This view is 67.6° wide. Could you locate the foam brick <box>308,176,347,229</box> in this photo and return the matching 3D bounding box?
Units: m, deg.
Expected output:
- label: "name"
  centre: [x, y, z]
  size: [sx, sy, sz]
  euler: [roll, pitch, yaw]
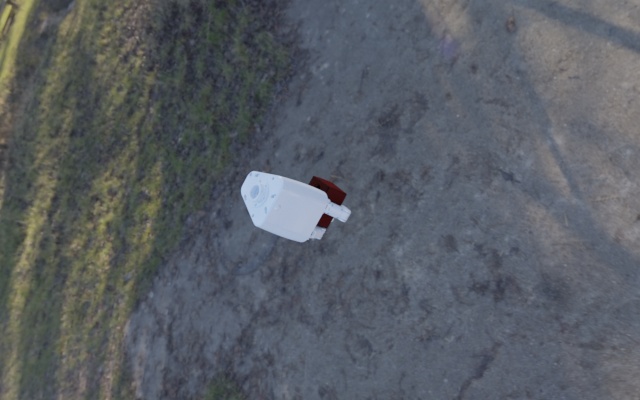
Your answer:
- label: "foam brick"
  centre: [0.000, 0.003, 0.881]
  size: [0.051, 0.078, 0.053]
  euler: [22, 10, -43]
